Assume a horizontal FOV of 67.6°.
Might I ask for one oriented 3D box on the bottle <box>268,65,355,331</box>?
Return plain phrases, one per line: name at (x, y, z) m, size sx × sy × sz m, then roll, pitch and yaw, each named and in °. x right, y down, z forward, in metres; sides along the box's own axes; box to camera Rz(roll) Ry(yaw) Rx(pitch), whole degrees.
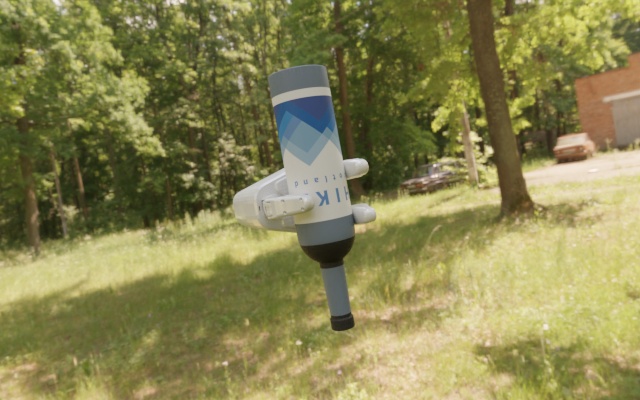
bottle at (0.000, 0.002, 0.543) m, size 0.069 × 0.296 × 0.069 m, roll -10°, pitch 3°, yaw 1°
